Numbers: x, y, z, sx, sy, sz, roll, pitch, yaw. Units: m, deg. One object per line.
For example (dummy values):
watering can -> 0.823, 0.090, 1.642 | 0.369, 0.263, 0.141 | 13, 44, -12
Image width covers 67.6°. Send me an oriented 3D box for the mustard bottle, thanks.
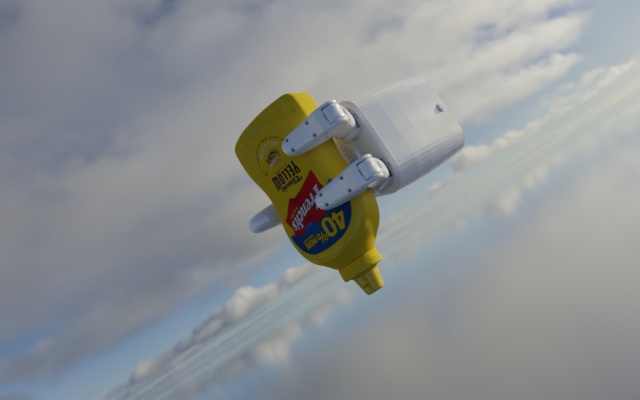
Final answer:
mustard bottle -> 0.000, 0.001, 0.446 | 0.096, 0.191, 0.058 | -38, -10, 33
